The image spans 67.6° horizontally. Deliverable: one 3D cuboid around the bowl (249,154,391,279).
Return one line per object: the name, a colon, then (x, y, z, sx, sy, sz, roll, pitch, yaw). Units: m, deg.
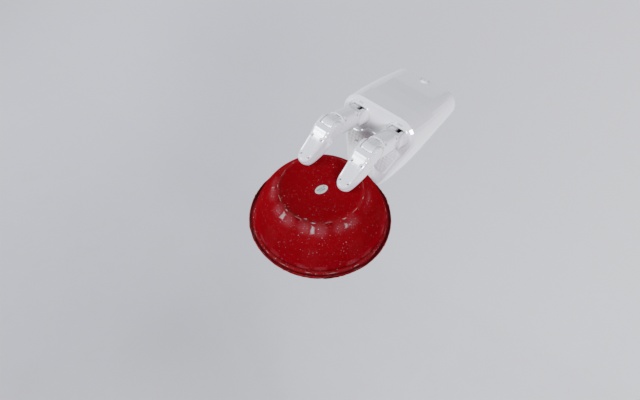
bowl: (-0.001, 0.002, 0.522, 0.162, 0.162, 0.055, 0, -36, -1)
